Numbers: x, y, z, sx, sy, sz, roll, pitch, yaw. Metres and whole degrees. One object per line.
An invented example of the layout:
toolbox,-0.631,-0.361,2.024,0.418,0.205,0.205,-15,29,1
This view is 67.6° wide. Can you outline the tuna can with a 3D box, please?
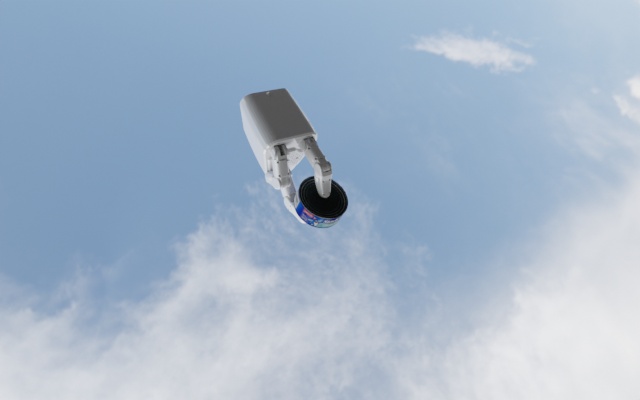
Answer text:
tuna can,0.000,0.003,0.786,0.086,0.086,0.034,0,-35,-24
